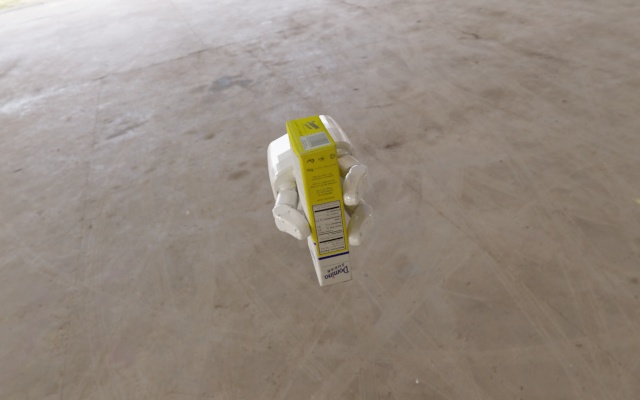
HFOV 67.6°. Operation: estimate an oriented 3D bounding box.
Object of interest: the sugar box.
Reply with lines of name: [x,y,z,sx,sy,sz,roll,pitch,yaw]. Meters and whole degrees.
sugar box: [0.001,0.002,0.551,0.048,0.176,0.093,-14,32,-4]
